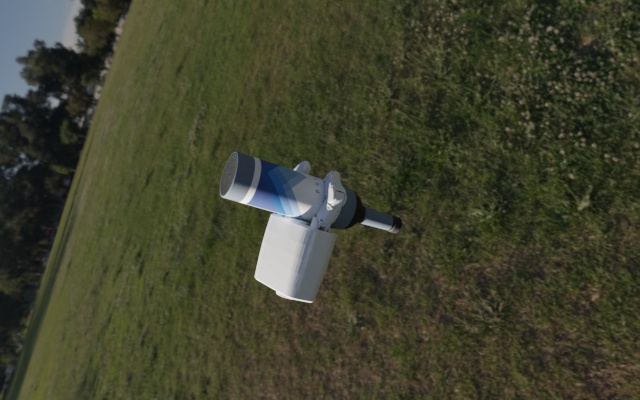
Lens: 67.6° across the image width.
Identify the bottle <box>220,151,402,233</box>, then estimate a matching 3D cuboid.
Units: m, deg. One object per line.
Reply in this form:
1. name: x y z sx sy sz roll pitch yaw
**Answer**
1. bottle: 0.000 0.002 0.719 0.296 0.069 0.069 17 -8 -27
